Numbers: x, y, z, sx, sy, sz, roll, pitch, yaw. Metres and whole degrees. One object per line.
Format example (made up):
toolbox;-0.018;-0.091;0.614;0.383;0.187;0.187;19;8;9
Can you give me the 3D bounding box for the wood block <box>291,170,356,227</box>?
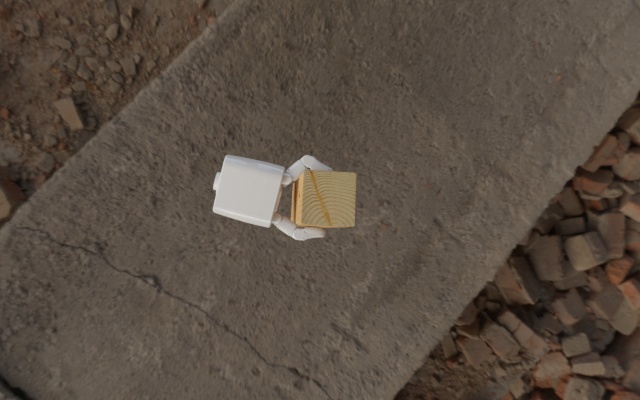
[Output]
wood block;0.000;0.003;0.874;0.090;0.091;0.206;3;-4;-8
